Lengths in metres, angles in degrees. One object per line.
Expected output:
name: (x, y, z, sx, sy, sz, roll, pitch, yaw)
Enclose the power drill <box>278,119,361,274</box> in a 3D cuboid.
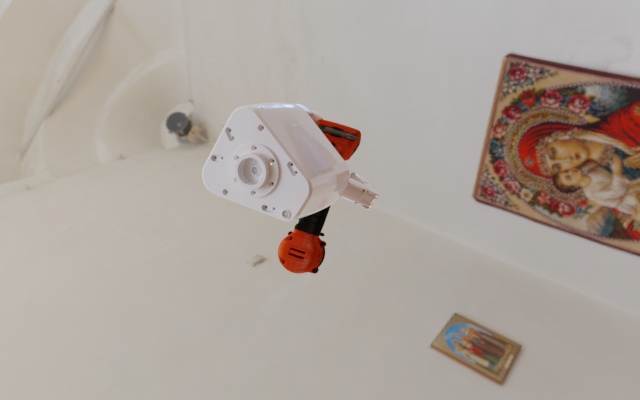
power drill: (0.000, 0.002, 0.613, 0.057, 0.187, 0.184, 15, -4, 3)
